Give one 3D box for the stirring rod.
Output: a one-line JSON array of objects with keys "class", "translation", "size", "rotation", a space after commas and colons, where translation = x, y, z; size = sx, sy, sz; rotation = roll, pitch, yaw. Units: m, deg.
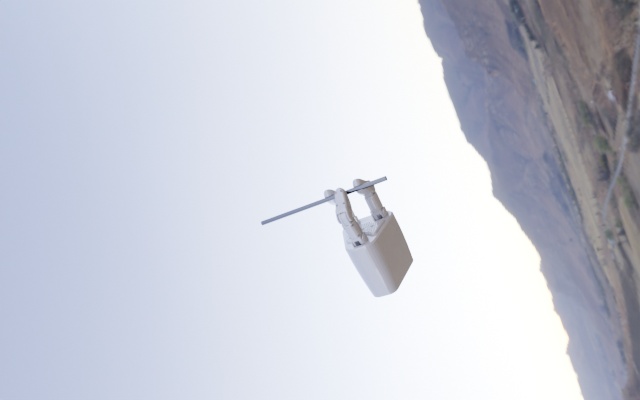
[{"class": "stirring rod", "translation": [0.000, 0.003, 0.798], "size": [0.239, 0.011, 0.011], "rotation": [-20, -8, 24]}]
